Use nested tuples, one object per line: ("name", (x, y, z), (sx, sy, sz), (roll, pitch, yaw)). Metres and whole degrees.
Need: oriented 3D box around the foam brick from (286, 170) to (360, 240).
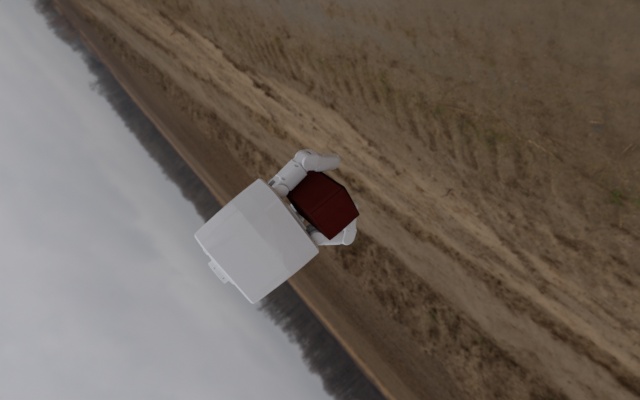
("foam brick", (0.000, 0.002, 0.588), (0.051, 0.053, 0.078), (-41, 38, -10))
